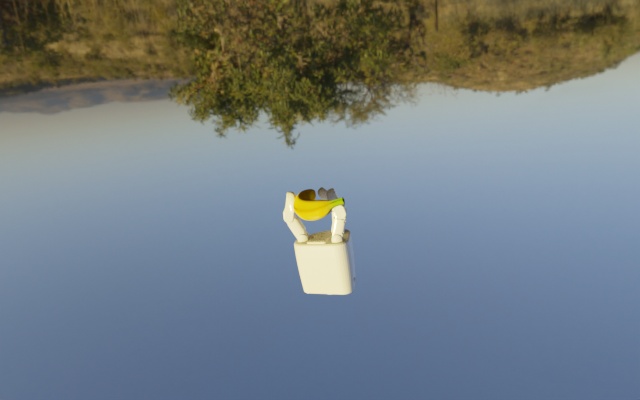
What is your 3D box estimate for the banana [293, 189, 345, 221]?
[{"bbox_3d":[-0.016,0.008,0.873,0.069,0.037,0.198,-15,11,-15],"label":"banana"}]
